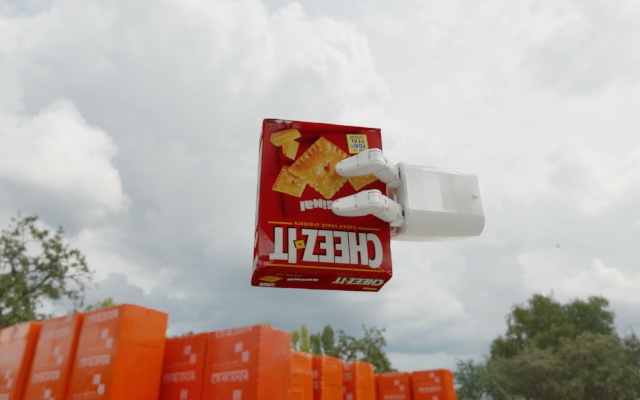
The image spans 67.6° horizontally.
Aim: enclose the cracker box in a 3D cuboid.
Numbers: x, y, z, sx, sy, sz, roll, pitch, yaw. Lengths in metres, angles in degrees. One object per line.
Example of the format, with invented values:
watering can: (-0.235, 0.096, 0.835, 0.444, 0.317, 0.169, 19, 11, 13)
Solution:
cracker box: (0.000, 0.002, 0.613, 0.164, 0.213, 0.072, 4, -28, -10)
